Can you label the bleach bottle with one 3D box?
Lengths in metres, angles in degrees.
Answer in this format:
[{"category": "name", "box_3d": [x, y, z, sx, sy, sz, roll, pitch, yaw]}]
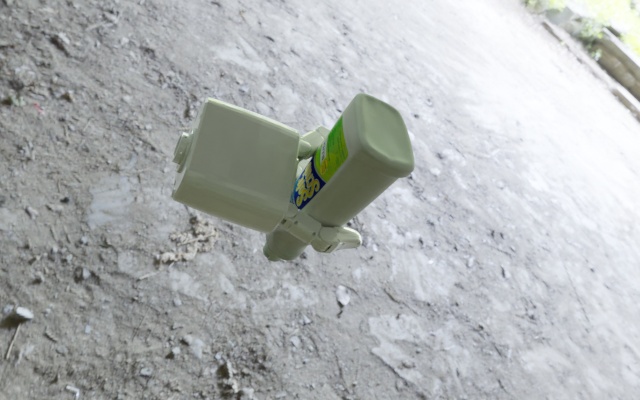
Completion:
[{"category": "bleach bottle", "box_3d": [0.000, 0.002, 0.541, 0.068, 0.102, 0.251, 20, -46, -23]}]
